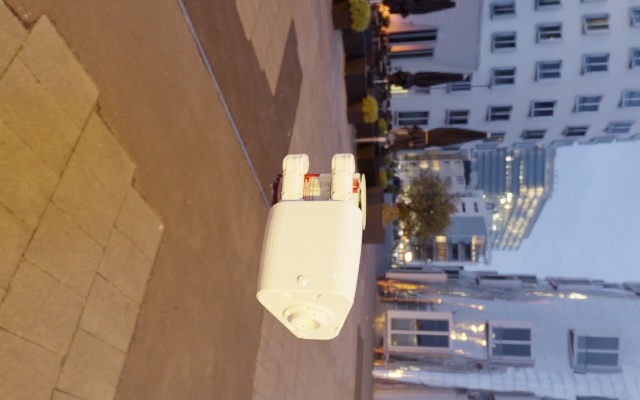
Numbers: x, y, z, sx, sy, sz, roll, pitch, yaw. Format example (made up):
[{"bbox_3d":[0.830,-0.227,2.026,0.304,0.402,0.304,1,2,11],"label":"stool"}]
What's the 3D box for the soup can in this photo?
[{"bbox_3d":[0.000,0.002,0.560,0.102,0.068,0.068,-1,0,9],"label":"soup can"}]
